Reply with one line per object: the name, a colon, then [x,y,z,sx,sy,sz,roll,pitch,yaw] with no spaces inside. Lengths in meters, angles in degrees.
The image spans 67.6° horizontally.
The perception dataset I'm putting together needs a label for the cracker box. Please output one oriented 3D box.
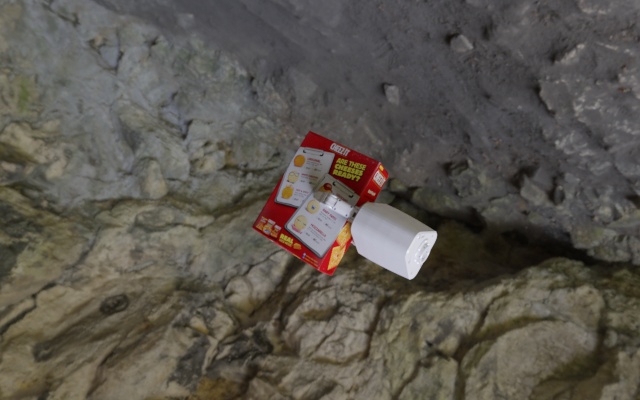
cracker box: [0.000,0.003,0.874,0.164,0.213,0.072,28,-5,28]
